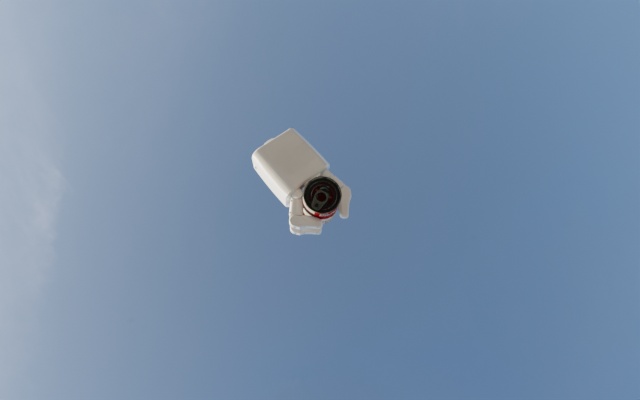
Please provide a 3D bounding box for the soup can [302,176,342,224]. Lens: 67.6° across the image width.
[{"bbox_3d":[0.001,0.003,0.880,0.068,0.068,0.102,0,-15,-4],"label":"soup can"}]
